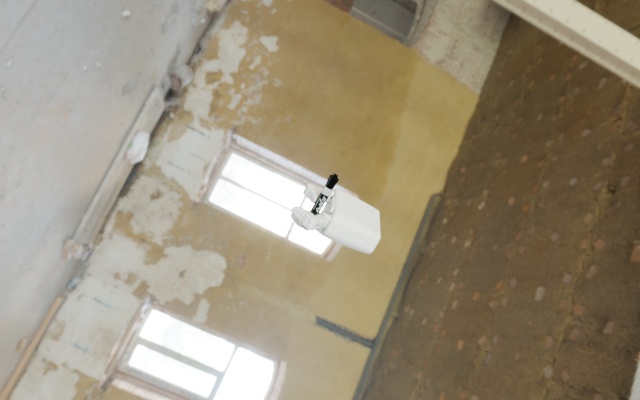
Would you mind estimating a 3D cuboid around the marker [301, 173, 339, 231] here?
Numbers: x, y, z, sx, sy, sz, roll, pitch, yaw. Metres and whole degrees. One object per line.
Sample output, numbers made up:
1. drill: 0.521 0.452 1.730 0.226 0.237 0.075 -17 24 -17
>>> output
1. marker: 0.000 0.003 0.888 0.020 0.121 0.020 27 18 -9
